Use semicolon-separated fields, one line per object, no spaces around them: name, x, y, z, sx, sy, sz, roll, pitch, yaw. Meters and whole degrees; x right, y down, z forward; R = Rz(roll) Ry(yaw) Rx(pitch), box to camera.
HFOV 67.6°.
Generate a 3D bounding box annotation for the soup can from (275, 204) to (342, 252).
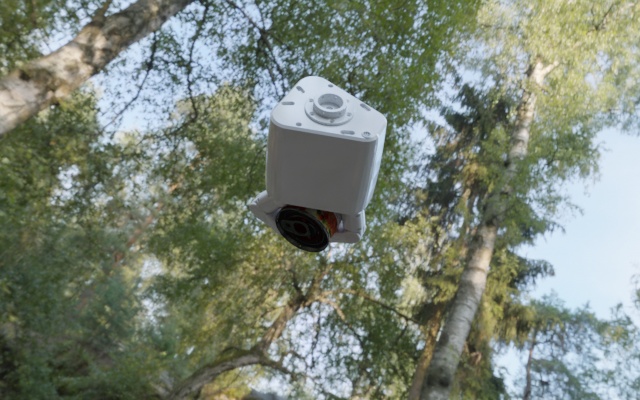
soup can;0.000;0.002;0.569;0.068;0.068;0.102;0;41;35
